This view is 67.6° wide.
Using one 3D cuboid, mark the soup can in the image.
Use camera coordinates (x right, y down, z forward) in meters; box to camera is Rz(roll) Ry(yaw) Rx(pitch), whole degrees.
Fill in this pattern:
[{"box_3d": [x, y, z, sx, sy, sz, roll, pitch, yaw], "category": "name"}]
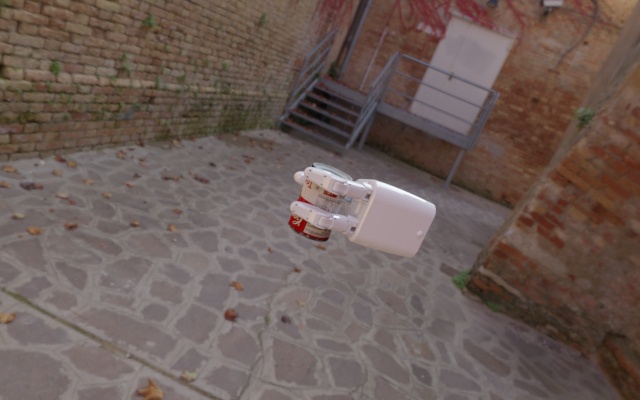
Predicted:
[{"box_3d": [0.000, 0.002, 0.726, 0.068, 0.102, 0.068, 21, 15, -6], "category": "soup can"}]
